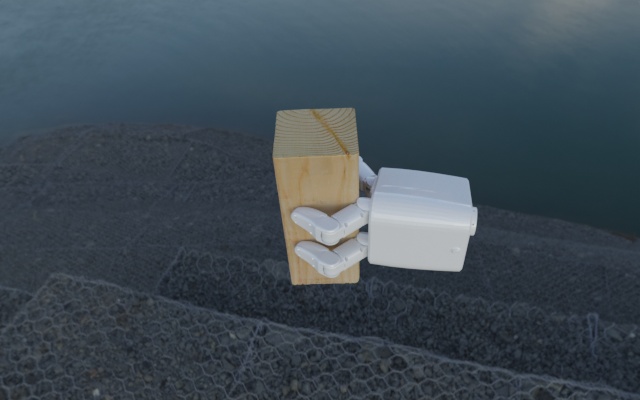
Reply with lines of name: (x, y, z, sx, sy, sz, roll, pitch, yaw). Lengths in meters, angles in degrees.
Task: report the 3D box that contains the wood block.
wood block: (0.000, 0.002, 0.577, 0.090, 0.206, 0.090, -2, 42, 2)
